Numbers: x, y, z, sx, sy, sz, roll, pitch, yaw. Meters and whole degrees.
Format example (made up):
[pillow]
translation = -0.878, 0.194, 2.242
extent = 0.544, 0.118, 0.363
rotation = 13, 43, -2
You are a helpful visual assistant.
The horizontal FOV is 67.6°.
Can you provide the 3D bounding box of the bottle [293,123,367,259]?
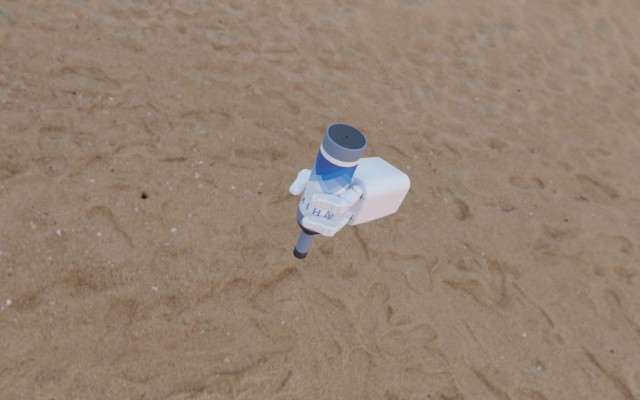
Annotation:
[bottle]
translation = 0.000, 0.003, 0.835
extent = 0.069, 0.069, 0.296
rotation = 0, -44, -22
